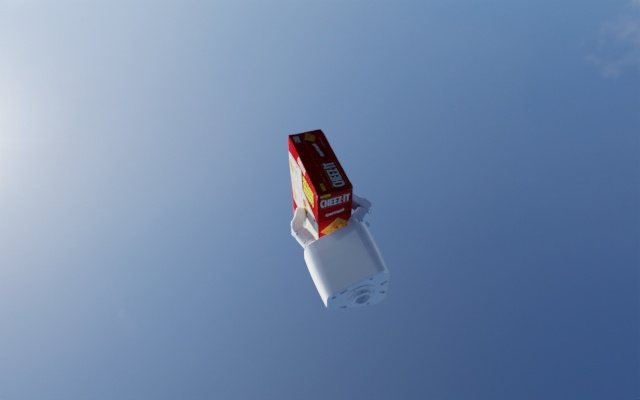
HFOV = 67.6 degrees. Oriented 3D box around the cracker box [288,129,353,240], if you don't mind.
[{"bbox_3d":[0.000,0.003,0.881,0.072,0.214,0.164,-15,48,-13],"label":"cracker box"}]
